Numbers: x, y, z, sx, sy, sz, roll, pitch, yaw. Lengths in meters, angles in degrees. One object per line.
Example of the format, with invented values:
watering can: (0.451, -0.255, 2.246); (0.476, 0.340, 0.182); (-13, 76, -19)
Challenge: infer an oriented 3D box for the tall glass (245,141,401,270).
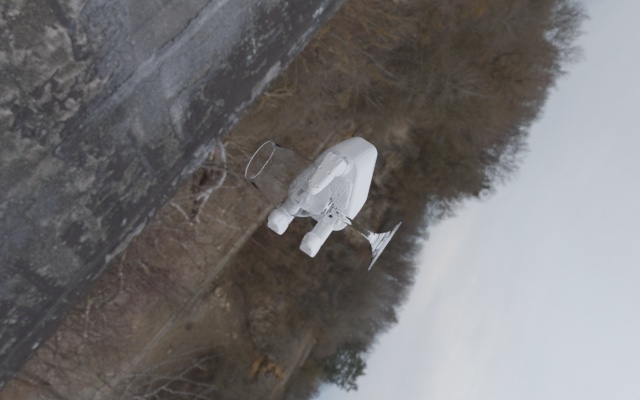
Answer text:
tall glass: (0.001, 0.002, 0.618); (0.201, 0.079, 0.079); (34, 6, 9)
